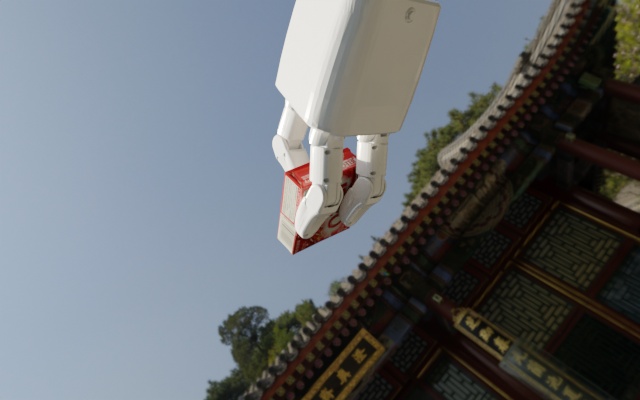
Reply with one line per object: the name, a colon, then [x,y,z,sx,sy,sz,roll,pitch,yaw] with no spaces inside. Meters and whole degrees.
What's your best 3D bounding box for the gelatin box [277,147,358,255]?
gelatin box: [0.000,0.001,0.450,0.073,0.089,0.030,-23,52,-32]
